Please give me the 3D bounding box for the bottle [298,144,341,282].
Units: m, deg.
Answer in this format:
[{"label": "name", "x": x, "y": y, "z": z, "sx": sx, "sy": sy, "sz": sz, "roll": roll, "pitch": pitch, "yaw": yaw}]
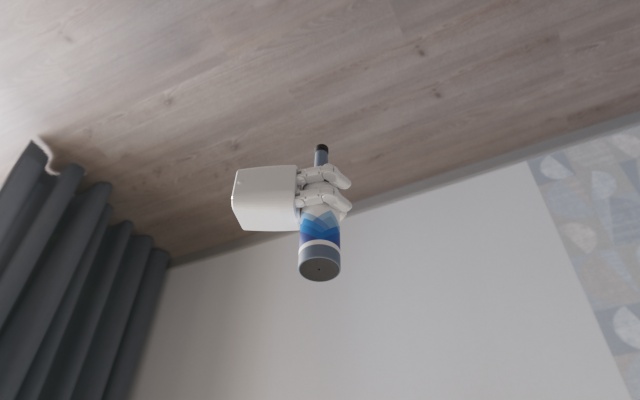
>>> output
[{"label": "bottle", "x": 0.000, "y": 0.003, "z": 0.840, "sx": 0.069, "sy": 0.295, "sz": 0.069, "roll": 1, "pitch": -45, "yaw": 1}]
